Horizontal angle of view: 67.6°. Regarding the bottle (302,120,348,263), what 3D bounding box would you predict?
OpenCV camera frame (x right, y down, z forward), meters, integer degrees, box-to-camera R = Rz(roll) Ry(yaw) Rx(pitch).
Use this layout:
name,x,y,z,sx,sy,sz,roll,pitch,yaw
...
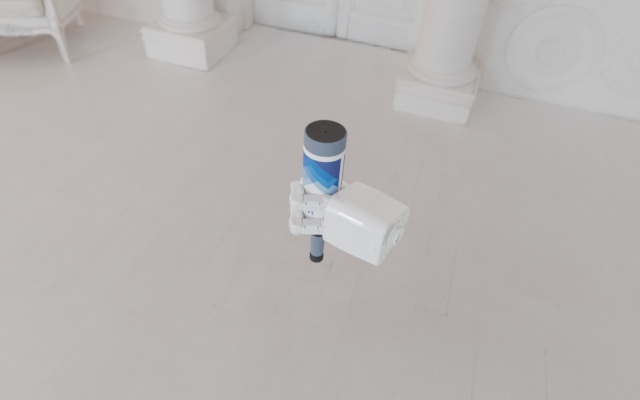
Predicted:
name,x,y,z,sx,sy,sz,roll,pitch,yaw
bottle,0.000,0.002,0.827,0.069,0.296,0.069,2,43,-2
